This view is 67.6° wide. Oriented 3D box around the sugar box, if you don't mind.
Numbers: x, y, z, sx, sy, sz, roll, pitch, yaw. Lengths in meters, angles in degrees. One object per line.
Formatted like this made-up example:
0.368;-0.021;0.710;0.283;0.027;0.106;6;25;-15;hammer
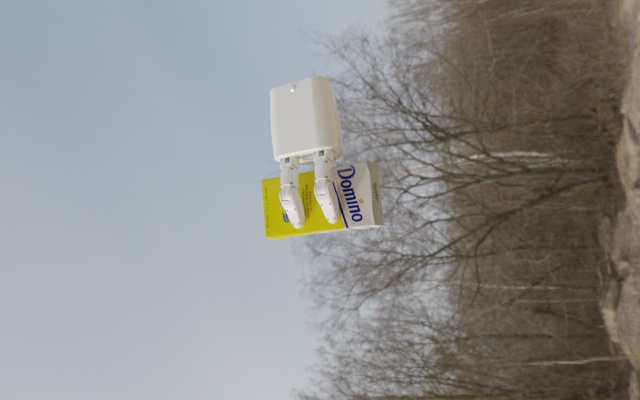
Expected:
0.000;0.002;0.704;0.176;0.093;0.048;-10;-9;26;sugar box
